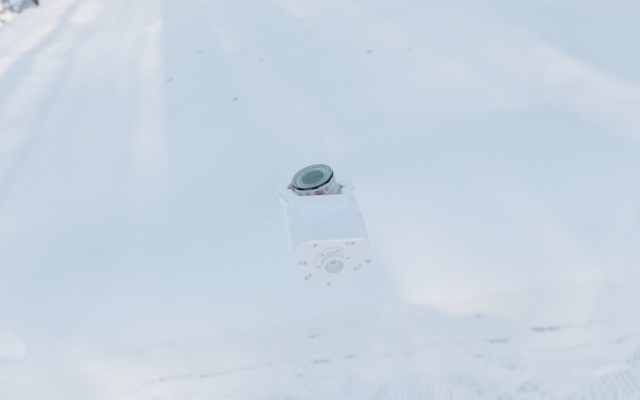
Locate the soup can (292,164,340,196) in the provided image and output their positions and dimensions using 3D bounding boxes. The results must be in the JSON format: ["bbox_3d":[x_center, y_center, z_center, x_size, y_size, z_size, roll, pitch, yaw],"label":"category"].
[{"bbox_3d":[0.000,0.002,0.755,0.068,0.102,0.068,-13,34,9],"label":"soup can"}]
